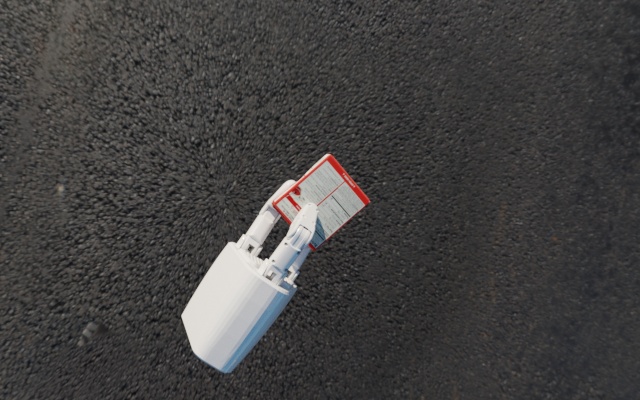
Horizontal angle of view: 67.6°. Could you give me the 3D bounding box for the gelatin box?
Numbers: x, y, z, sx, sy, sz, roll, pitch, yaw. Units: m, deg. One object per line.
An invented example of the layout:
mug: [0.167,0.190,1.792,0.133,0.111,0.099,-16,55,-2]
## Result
gelatin box: [0.000,0.002,0.551,0.089,0.073,0.030,-41,10,-1]
